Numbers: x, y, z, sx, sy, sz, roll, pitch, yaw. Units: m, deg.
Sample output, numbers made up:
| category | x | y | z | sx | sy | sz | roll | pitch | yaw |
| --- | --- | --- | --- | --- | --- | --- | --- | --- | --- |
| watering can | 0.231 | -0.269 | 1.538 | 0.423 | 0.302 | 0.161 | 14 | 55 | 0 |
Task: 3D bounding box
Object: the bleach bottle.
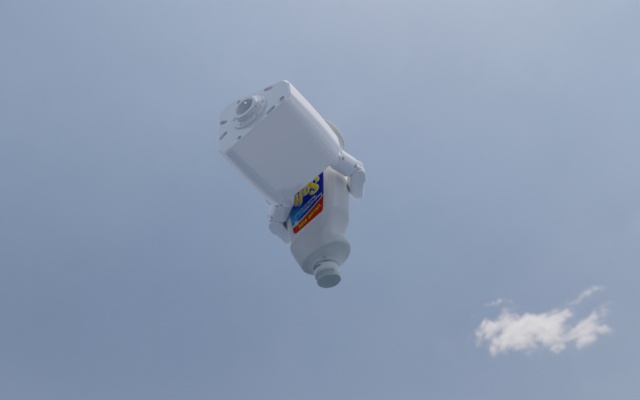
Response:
| category | x | y | z | sx | sy | sz | roll | pitch | yaw |
| --- | --- | --- | --- | --- | --- | --- | --- | --- | --- |
| bleach bottle | 0.000 | 0.002 | 0.641 | 0.102 | 0.250 | 0.068 | -30 | -47 | 18 |
